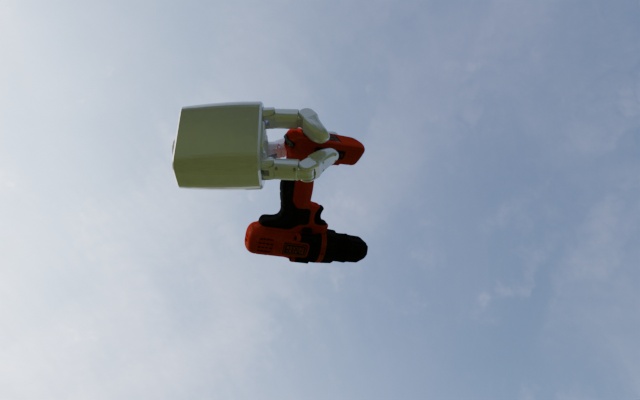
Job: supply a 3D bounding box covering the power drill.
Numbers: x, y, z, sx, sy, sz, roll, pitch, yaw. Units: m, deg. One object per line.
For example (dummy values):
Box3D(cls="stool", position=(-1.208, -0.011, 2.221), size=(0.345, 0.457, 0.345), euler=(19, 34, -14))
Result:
Box3D(cls="power drill", position=(0.000, 0.002, 0.664), size=(0.184, 0.188, 0.057), euler=(8, 20, -21))
